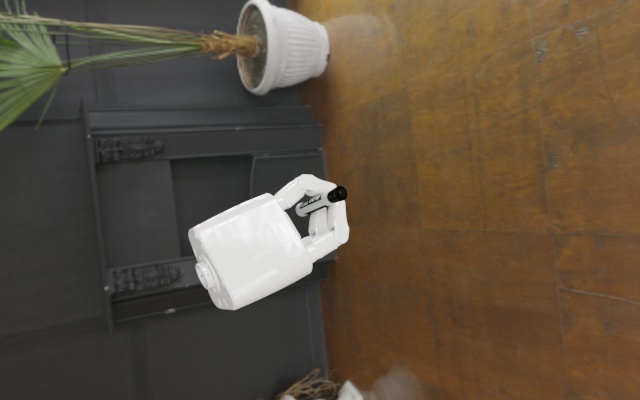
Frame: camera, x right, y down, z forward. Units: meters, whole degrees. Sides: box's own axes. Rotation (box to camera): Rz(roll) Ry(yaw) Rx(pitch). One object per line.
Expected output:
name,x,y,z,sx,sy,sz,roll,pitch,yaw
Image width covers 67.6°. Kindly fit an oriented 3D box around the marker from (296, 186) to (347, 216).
marker,0.000,0.002,0.621,0.020,0.020,0.121,0,-11,-27
